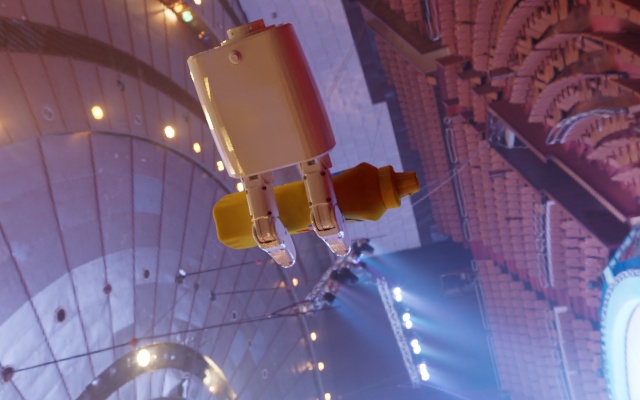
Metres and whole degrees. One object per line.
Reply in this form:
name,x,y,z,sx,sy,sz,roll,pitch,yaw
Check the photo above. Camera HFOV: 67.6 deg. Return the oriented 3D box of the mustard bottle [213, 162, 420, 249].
mustard bottle,0.000,0.002,0.467,0.191,0.058,0.096,-13,-4,16
